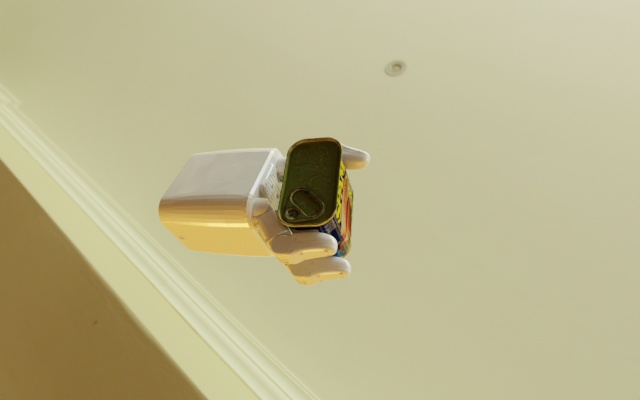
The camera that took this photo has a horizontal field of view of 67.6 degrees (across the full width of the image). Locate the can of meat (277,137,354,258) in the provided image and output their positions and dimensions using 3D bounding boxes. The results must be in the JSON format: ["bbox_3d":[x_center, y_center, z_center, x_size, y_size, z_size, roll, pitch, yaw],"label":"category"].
[{"bbox_3d":[0.000,0.002,0.489,0.057,0.102,0.084,-3,-33,15],"label":"can of meat"}]
